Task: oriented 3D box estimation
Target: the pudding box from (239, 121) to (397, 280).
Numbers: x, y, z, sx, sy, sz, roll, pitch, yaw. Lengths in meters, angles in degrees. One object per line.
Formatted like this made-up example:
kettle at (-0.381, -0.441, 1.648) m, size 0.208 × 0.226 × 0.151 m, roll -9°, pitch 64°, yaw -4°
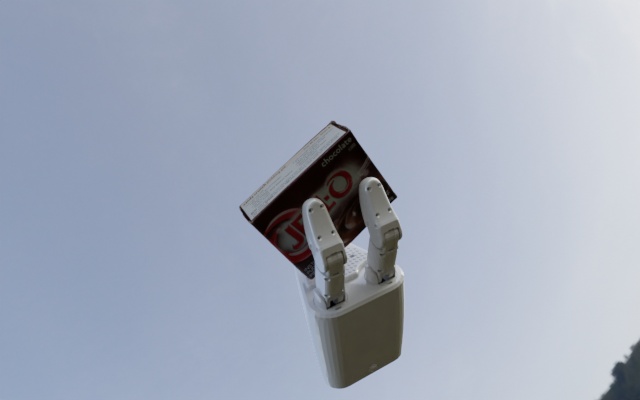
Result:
pudding box at (0.000, 0.001, 0.418) m, size 0.090 × 0.113 × 0.039 m, roll 49°, pitch -6°, yaw -38°
